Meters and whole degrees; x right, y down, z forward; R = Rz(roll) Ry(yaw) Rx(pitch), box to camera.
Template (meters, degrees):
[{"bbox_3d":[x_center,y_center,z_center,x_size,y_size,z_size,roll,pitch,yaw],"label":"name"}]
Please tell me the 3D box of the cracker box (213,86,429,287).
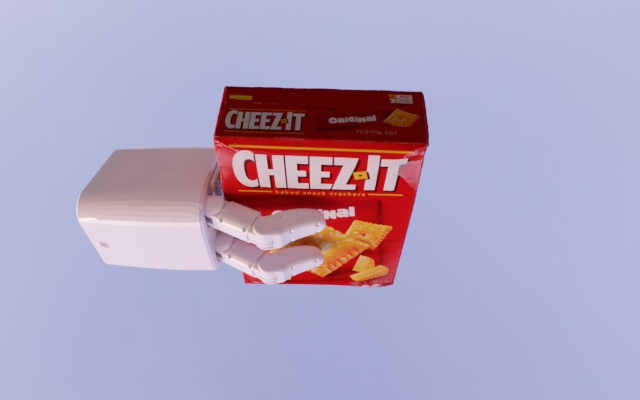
[{"bbox_3d":[0.000,0.001,0.447,0.164,0.072,0.214,1,-39,0],"label":"cracker box"}]
